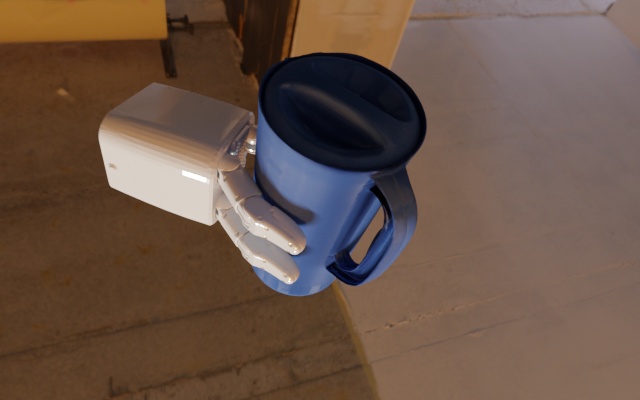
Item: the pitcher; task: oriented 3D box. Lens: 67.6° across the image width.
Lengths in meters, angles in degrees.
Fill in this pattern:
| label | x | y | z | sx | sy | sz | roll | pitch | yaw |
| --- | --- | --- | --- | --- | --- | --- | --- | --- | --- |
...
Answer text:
| label | x | y | z | sx | sy | sz | roll | pitch | yaw |
| --- | --- | --- | --- | --- | --- | --- | --- | --- | --- |
| pitcher | 0.000 | 0.001 | 0.450 | 0.145 | 0.149 | 0.243 | 18 | -38 | 0 |
